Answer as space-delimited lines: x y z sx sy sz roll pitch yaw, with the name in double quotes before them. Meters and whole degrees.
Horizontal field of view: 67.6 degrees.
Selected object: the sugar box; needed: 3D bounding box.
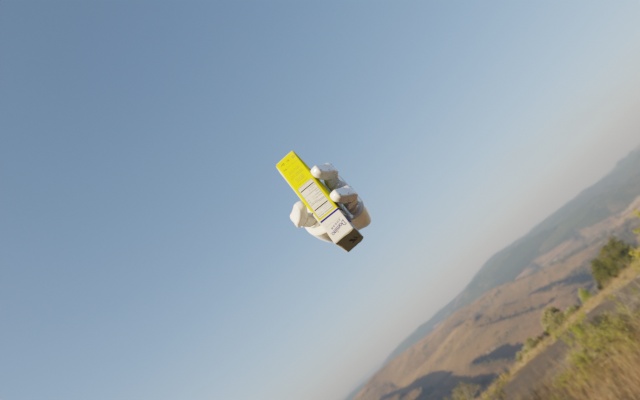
"sugar box" 0.001 0.002 0.812 0.048 0.176 0.093 -42 -22 3
